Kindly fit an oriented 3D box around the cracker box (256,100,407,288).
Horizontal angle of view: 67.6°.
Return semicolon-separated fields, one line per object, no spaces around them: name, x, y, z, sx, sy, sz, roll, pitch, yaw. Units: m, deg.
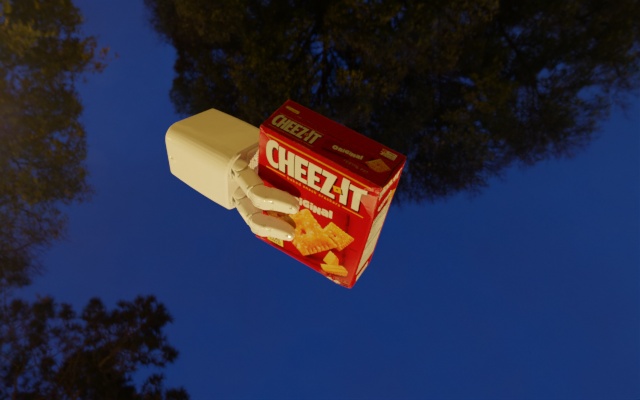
cracker box;0.000;0.002;0.618;0.164;0.214;0.072;28;51;15
